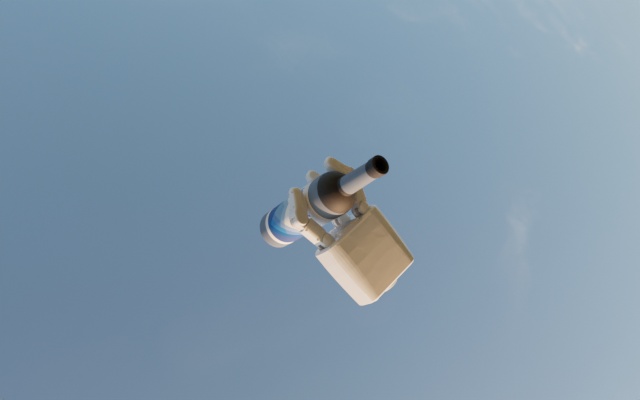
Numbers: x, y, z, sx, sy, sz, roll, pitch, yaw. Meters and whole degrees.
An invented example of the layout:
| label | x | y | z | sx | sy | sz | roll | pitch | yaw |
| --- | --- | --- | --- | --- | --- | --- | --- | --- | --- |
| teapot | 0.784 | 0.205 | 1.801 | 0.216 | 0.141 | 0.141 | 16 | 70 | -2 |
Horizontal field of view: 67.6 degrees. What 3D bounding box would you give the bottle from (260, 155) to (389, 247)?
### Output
| label | x | y | z | sx | sy | sz | roll | pitch | yaw |
| --- | --- | --- | --- | --- | --- | --- | --- | --- | --- |
| bottle | 0.000 | 0.002 | 0.723 | 0.069 | 0.069 | 0.296 | 0 | -19 | -34 |
